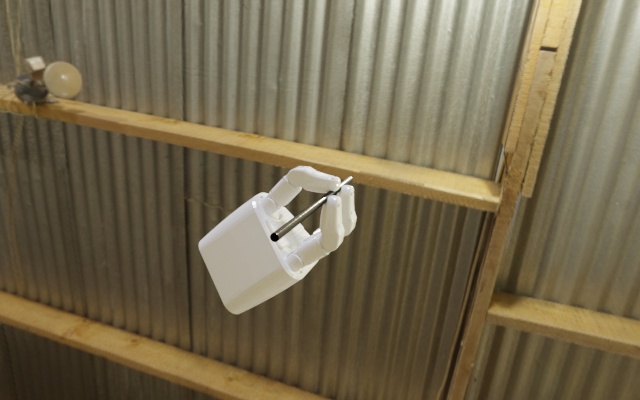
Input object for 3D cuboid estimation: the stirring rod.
[{"bbox_3d":[0.000,0.002,0.500,0.011,0.011,0.239,0,14,19],"label":"stirring rod"}]
